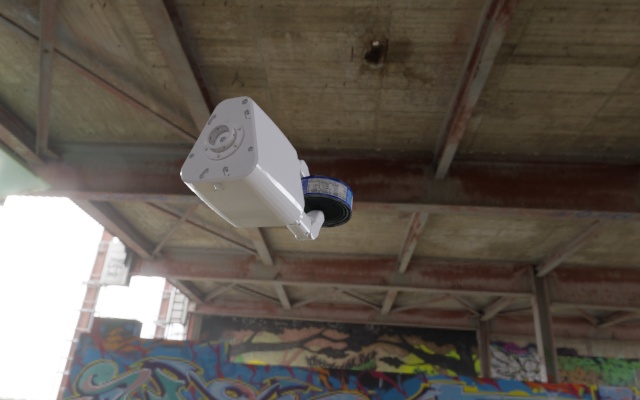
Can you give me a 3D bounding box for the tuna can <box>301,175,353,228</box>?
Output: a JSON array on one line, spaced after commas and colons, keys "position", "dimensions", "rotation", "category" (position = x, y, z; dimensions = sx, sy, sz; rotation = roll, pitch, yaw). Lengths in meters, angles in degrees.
[{"position": [0.000, 0.002, 0.636], "dimensions": [0.086, 0.033, 0.086], "rotation": [5, -30, 3], "category": "tuna can"}]
